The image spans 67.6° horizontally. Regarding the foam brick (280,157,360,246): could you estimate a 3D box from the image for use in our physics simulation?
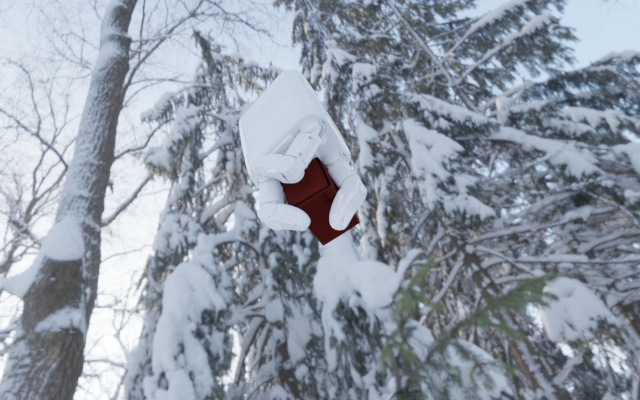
[{"bbox_3d":[0.000,0.002,0.536,0.053,0.051,0.078,-31,-45,7],"label":"foam brick"}]
